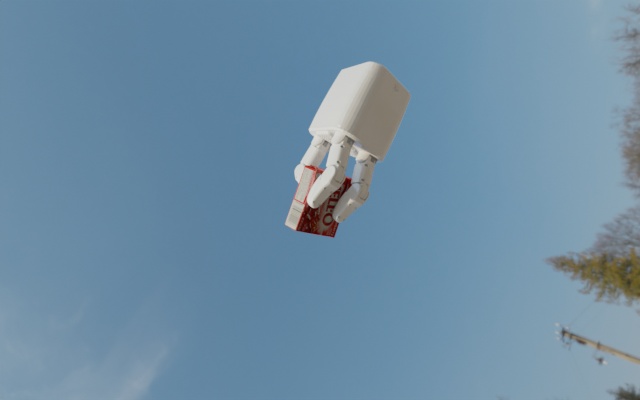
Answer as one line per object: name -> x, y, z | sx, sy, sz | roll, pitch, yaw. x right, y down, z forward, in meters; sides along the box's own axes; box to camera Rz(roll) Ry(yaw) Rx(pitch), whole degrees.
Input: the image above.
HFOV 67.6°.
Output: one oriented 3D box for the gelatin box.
gelatin box -> 0.000, 0.002, 0.654 | 0.073, 0.089, 0.030 | 14, 9, -42
